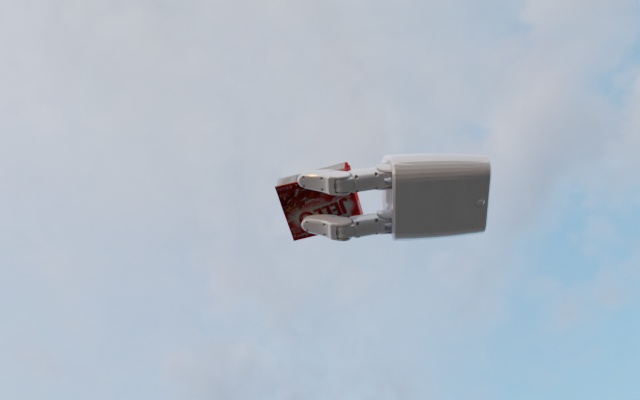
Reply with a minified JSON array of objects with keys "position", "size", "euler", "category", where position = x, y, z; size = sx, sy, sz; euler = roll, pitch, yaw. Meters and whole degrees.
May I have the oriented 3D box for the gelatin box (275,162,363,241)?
[{"position":[0.000,0.002,0.560],"size":[0.089,0.073,0.030],"euler":[-13,22,11],"category":"gelatin box"}]
